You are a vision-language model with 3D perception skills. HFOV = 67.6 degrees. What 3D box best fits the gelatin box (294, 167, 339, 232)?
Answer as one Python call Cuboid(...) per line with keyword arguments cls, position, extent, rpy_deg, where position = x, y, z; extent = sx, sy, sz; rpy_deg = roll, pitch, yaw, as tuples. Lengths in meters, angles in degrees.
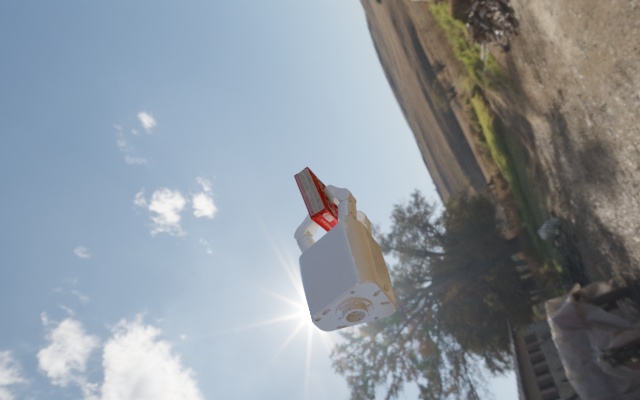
Cuboid(cls="gelatin box", position=(0.000, 0.002, 0.726), extent=(0.030, 0.089, 0.073), rpy_deg=(-32, -36, 11))
